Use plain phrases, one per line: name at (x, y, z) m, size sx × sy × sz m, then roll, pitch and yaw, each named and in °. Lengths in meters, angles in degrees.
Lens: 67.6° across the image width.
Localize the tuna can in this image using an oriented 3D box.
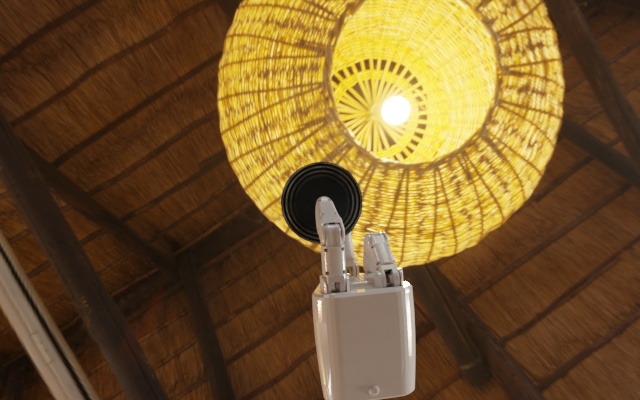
tuna can at (0.000, 0.002, 0.512) m, size 0.086 × 0.086 × 0.034 m, roll 0°, pitch 3°, yaw -7°
